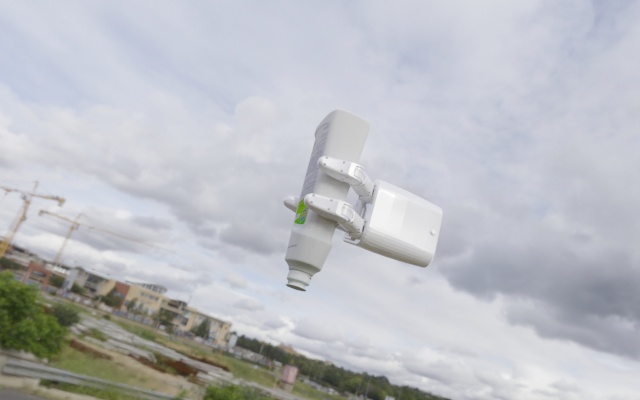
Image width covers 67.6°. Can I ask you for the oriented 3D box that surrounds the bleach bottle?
[{"bbox_3d":[0.000,0.002,0.663,0.068,0.250,0.102,22,-21,-12],"label":"bleach bottle"}]
